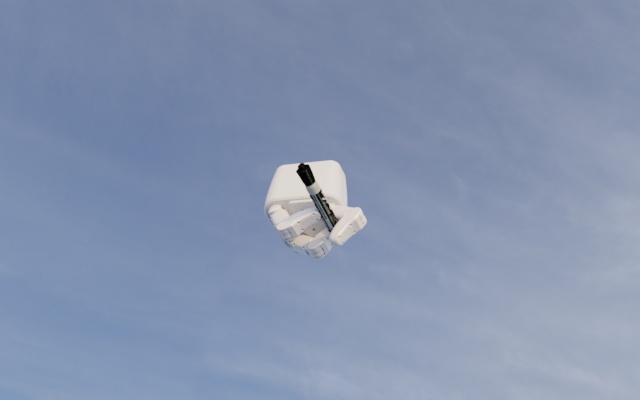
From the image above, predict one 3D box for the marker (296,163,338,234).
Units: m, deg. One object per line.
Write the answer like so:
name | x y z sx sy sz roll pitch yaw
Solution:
marker | 0.000 0.002 0.622 0.020 0.121 0.020 -21 31 13
